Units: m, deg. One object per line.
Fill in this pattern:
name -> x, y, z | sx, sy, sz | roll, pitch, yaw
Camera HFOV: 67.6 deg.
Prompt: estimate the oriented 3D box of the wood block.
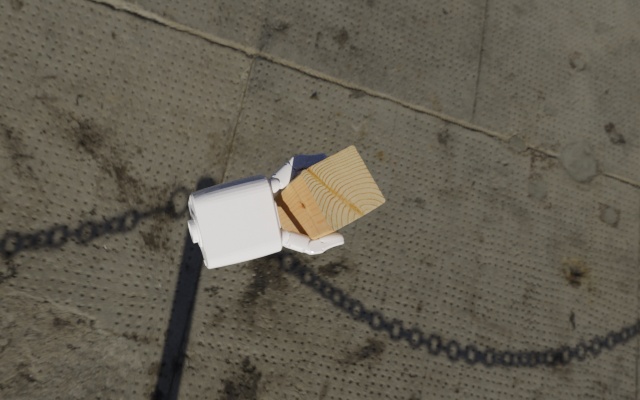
wood block -> 0.000, 0.003, 0.719 | 0.090, 0.091, 0.206 | -29, -1, -21
